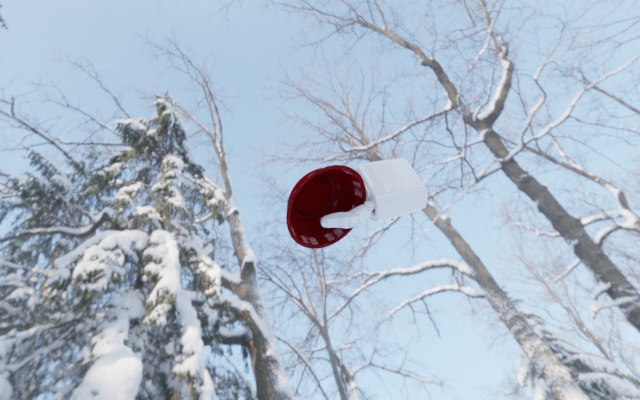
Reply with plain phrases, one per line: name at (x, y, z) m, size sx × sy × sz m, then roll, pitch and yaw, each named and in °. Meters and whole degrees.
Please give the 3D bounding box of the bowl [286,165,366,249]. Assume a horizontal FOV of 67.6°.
bowl at (-0.001, 0.003, 0.843) m, size 0.162 × 0.162 × 0.055 m, roll 0°, pitch 26°, yaw -35°
